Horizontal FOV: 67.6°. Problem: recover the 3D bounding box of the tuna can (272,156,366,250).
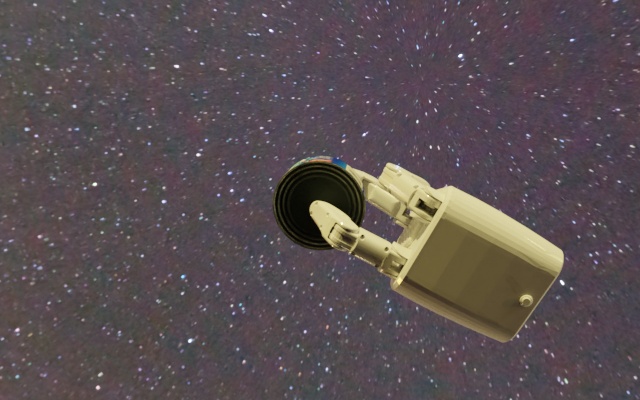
[{"bbox_3d":[0.000,0.001,0.452,0.086,0.086,0.033,0,16,7],"label":"tuna can"}]
